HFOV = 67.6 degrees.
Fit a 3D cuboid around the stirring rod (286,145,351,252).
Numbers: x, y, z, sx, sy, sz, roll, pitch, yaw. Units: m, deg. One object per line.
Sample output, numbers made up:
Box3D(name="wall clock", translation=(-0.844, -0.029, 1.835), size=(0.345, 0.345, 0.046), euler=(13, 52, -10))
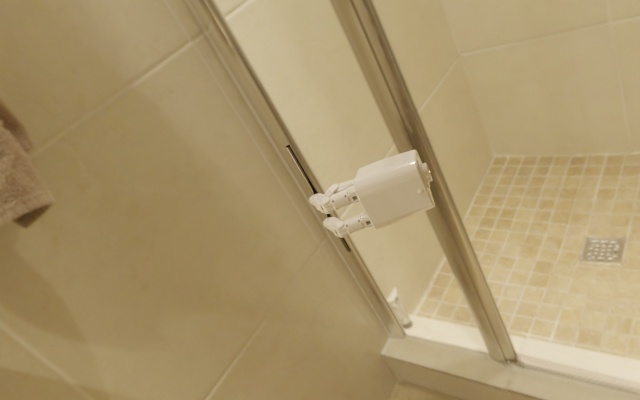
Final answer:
Box3D(name="stirring rod", translation=(0.000, 0.003, 0.835), size=(0.011, 0.240, 0.011), euler=(-23, 30, 14))
